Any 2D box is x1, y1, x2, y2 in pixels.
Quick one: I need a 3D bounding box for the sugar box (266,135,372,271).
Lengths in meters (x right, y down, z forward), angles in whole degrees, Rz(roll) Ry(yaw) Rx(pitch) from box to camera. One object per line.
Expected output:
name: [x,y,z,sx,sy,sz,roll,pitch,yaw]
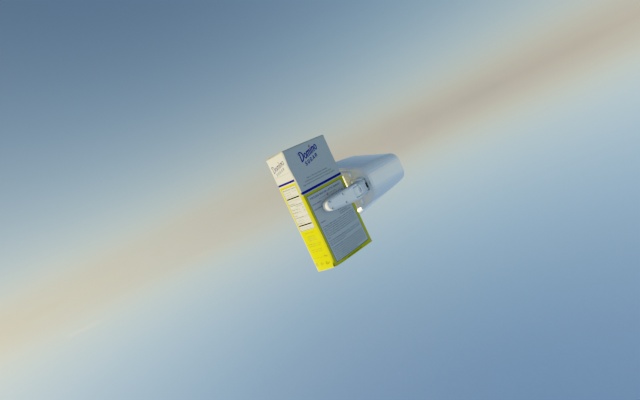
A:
sugar box: [0.000,0.002,0.688,0.048,0.176,0.093,-23,4,45]
